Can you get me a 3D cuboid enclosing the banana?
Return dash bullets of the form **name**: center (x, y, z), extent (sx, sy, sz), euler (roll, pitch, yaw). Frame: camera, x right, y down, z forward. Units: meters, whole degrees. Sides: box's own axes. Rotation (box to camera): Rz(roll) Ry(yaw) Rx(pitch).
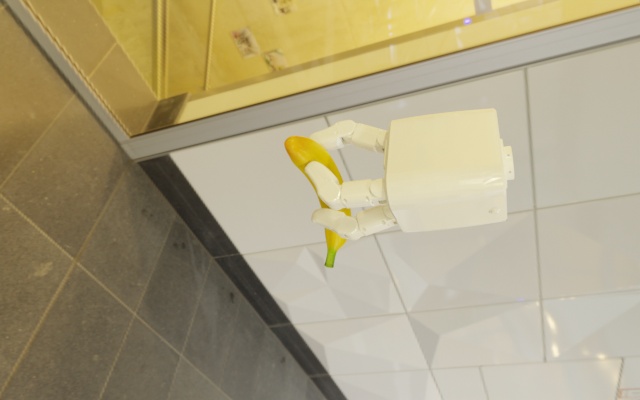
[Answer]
- **banana**: center (0.006, -0.008, 0.564), extent (0.037, 0.198, 0.069), euler (-1, 41, 21)
